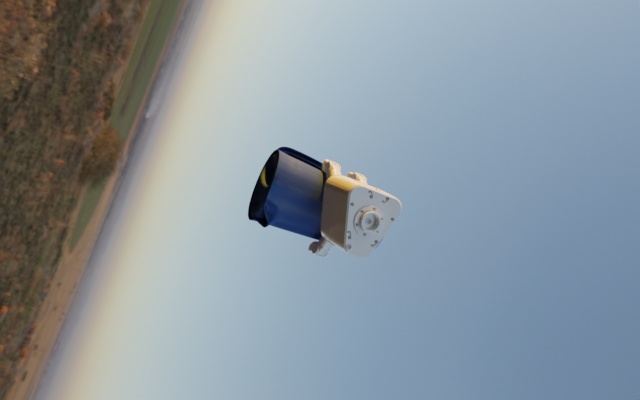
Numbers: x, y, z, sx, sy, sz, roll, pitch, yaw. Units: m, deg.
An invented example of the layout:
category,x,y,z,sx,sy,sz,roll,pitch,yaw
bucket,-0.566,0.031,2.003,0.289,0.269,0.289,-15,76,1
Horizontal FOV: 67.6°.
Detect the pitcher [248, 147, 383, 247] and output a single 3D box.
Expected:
category,x,y,z,sx,sy,sz,roll,pitch,yaw
pitcher,0.000,0.003,0.881,0.243,0.149,0.145,22,1,-19
